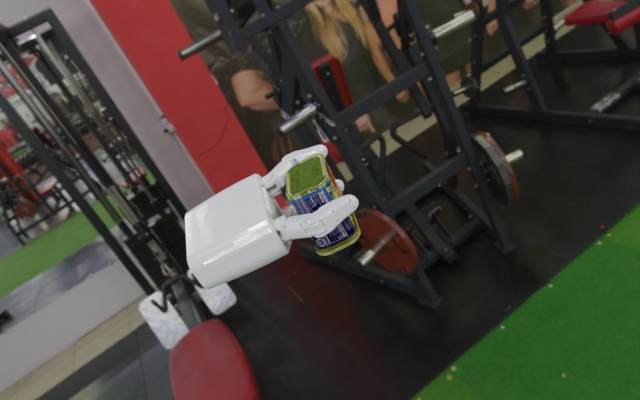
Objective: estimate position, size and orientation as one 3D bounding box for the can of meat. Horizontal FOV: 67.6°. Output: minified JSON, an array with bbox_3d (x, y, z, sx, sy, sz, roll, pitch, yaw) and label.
[{"bbox_3d":[0.000,0.002,0.570,0.057,0.084,0.102,-26,24,7],"label":"can of meat"}]
